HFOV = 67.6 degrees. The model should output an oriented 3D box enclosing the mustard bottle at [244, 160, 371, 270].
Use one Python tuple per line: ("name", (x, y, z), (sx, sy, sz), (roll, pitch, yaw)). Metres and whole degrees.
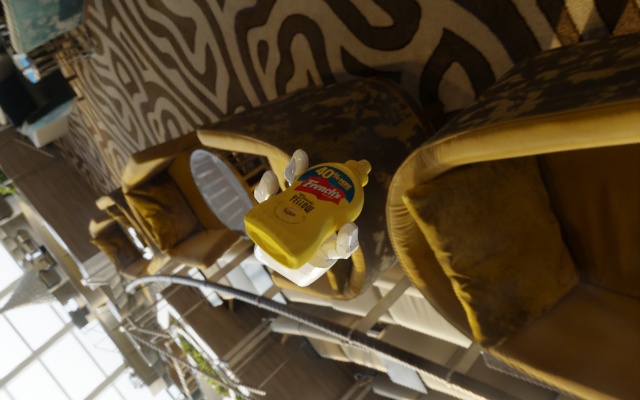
("mustard bottle", (0.000, 0.002, 0.627), (0.096, 0.058, 0.191), (34, 56, 28))
